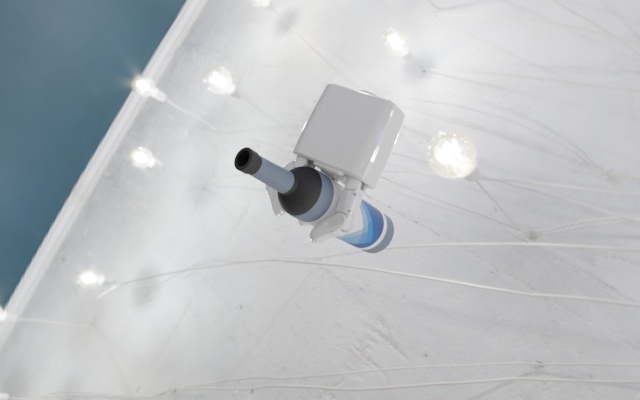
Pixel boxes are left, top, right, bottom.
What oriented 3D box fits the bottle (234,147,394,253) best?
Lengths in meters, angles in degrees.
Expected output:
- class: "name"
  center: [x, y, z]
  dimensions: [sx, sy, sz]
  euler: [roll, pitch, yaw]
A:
- class: "bottle"
  center: [0.000, 0.002, 0.627]
  dimensions: [0.069, 0.069, 0.296]
  euler: [0, -19, 37]
